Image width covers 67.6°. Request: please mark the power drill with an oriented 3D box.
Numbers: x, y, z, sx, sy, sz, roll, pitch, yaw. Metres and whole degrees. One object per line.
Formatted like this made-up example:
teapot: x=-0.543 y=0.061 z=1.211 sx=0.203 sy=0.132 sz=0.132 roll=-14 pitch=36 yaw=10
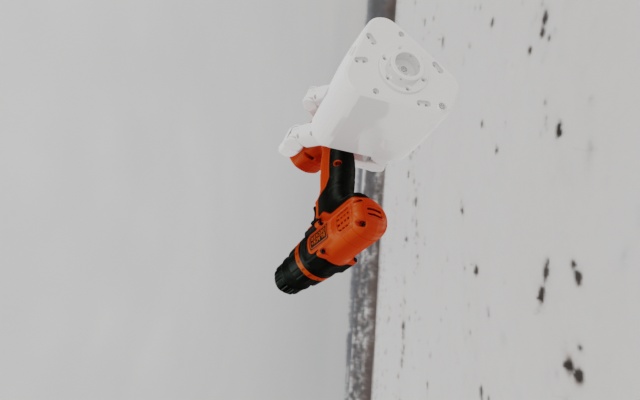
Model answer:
power drill: x=0.000 y=0.001 z=0.562 sx=0.057 sy=0.187 sz=0.184 roll=17 pitch=-39 yaw=-31
